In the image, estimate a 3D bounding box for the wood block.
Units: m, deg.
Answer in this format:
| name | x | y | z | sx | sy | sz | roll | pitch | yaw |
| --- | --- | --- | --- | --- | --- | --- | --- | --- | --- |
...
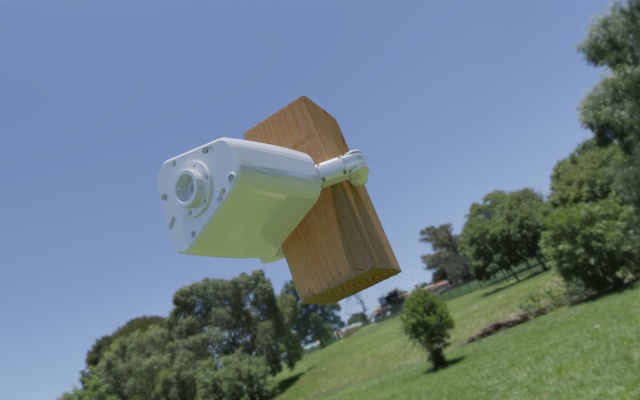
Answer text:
| name | x | y | z | sx | sy | sz | roll | pitch | yaw |
| --- | --- | --- | --- | --- | --- | --- | --- | --- | --- |
| wood block | 0.000 | 0.001 | 0.535 | 0.091 | 0.206 | 0.090 | -29 | -22 | 19 |
